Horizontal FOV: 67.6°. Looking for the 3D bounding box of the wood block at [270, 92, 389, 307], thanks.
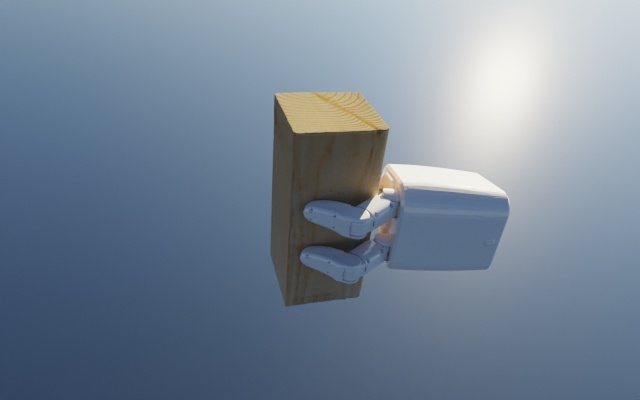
[{"bbox_3d":[0.000,0.001,0.498,0.090,0.206,0.090,-5,35,-15],"label":"wood block"}]
